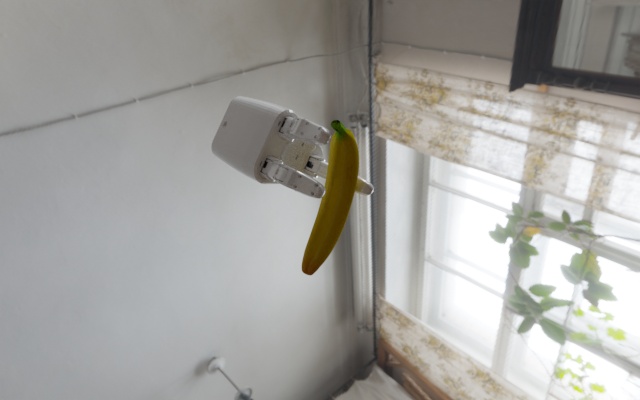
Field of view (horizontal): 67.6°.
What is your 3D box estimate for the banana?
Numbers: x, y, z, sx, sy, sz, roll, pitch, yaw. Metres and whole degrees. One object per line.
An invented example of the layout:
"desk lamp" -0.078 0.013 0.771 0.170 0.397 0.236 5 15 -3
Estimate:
"banana" 0.013 -0.005 0.577 0.037 0.198 0.069 26 27 35
